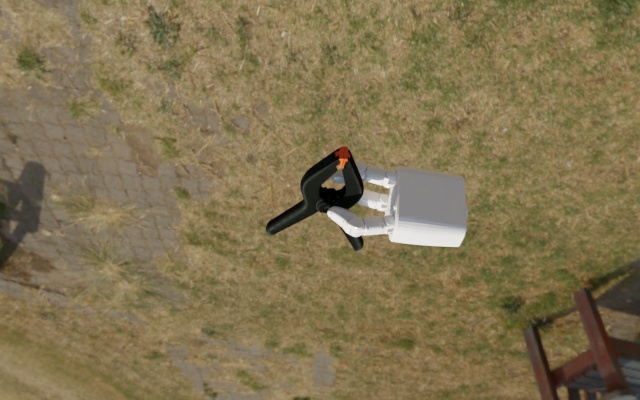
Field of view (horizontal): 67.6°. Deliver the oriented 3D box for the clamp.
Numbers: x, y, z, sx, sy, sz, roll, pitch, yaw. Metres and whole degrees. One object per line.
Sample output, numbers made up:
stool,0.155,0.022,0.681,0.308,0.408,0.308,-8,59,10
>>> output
clamp,0.000,0.003,0.732,0.164,0.036,0.210,5,-43,-3
